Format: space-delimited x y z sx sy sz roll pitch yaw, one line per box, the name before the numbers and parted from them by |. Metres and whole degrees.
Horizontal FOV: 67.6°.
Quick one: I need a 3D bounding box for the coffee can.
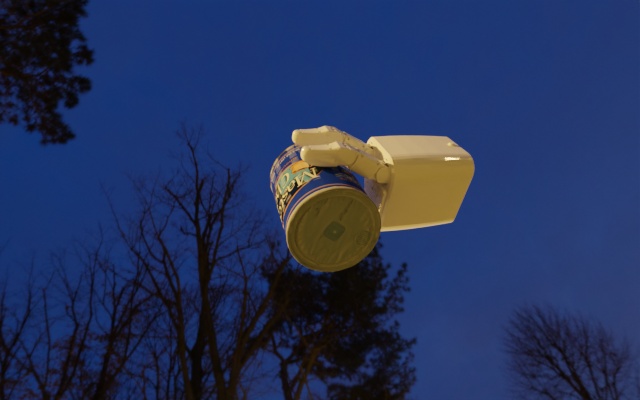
coffee can | 0.000 0.002 0.560 0.103 0.103 0.140 0 27 -14
